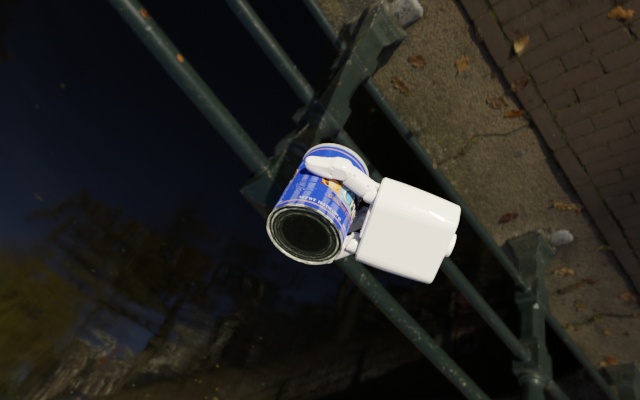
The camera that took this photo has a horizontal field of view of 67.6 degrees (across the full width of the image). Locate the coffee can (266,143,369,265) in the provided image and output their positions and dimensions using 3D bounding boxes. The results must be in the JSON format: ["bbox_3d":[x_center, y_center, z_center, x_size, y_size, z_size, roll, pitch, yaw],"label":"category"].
[{"bbox_3d":[0.000,0.002,0.653,0.103,0.103,0.140,0,38,23],"label":"coffee can"}]
